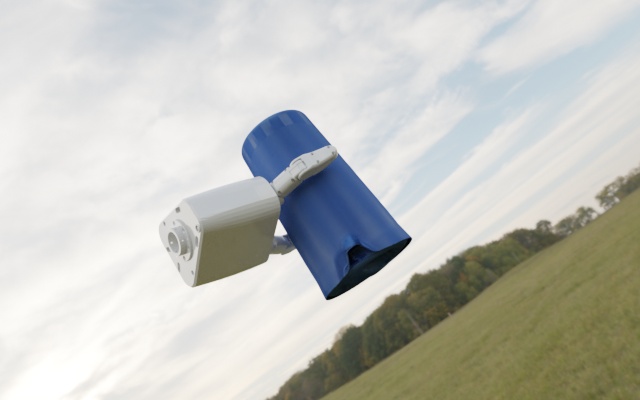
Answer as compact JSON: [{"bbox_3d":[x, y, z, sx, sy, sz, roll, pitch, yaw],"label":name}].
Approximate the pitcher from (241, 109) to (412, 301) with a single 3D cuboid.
[{"bbox_3d":[0.000,0.002,0.645,0.145,0.242,0.149,-19,-24,-40],"label":"pitcher"}]
